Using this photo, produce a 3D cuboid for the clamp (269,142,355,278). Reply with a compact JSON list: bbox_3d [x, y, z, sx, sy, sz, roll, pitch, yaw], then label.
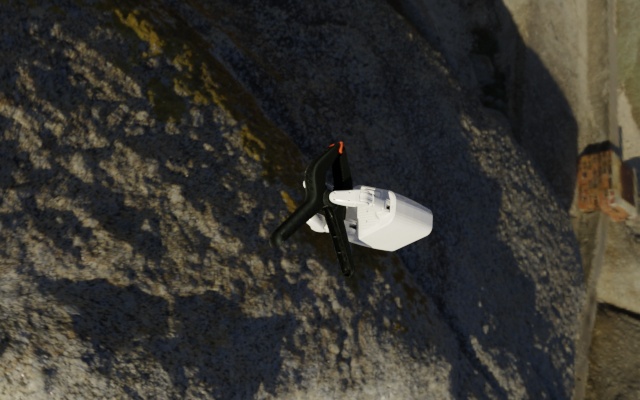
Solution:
[{"bbox_3d":[0.001,0.002,0.735,0.164,0.210,0.036,20,-20,-40],"label":"clamp"}]
